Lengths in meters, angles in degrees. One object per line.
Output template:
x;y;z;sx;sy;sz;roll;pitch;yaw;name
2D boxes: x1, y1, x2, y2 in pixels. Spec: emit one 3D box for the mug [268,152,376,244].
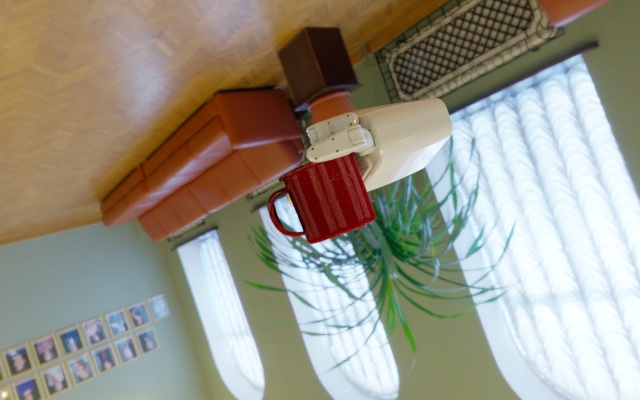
-0.001;0.002;0.525;0.117;0.081;0.093;-20;-3;-20;mug
